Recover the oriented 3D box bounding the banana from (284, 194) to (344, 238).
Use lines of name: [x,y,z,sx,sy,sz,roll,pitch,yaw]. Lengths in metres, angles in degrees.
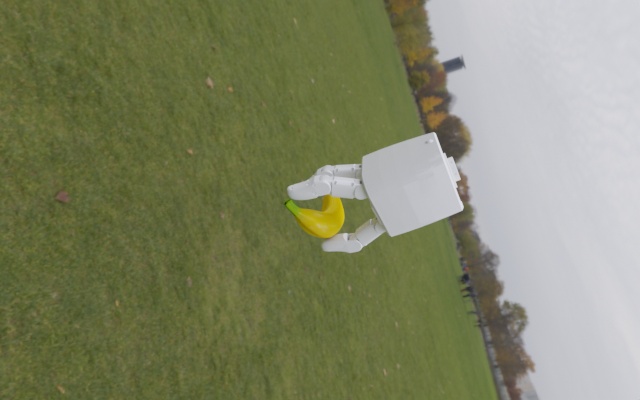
banana: [0.007,0.020,0.704,0.037,0.069,0.198,-25,-4,16]
